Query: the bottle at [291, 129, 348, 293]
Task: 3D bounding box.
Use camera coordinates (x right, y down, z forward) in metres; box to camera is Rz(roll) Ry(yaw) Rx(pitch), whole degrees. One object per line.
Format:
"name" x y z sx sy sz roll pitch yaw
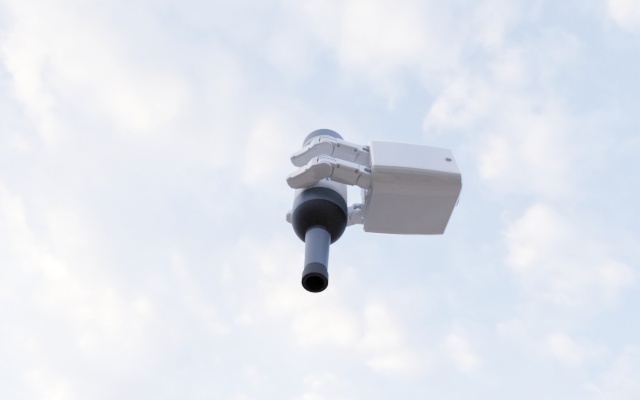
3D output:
"bottle" 0.000 0.002 0.590 0.069 0.069 0.295 0 33 3
